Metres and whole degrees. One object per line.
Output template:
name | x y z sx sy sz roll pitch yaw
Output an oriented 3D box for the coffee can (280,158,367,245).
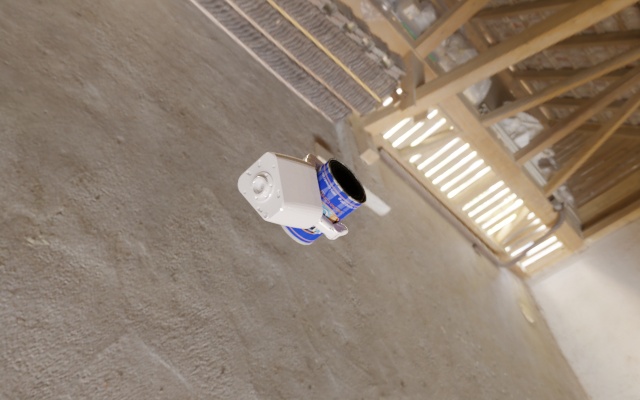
coffee can | 0.000 0.003 0.891 0.140 0.102 0.103 -39 -18 24
